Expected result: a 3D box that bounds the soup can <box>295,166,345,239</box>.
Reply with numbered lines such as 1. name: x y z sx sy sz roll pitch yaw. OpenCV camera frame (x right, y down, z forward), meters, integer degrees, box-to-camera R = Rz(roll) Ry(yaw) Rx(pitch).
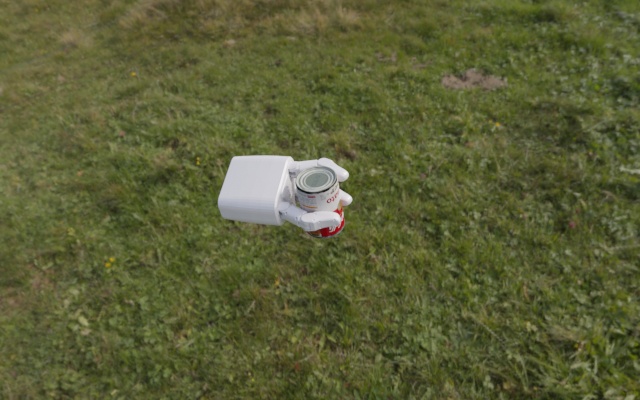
1. soup can: 0.001 0.002 0.770 0.068 0.102 0.068 -6 42 5
